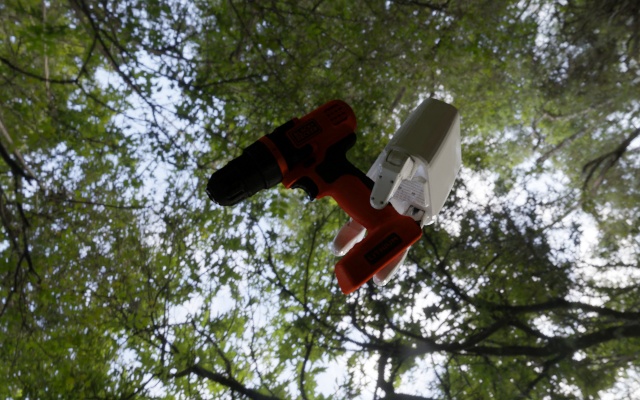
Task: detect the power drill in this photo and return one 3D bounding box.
[{"bbox_3d":[0.001,0.002,0.502,0.184,0.187,0.057,-34,-8,-16],"label":"power drill"}]
